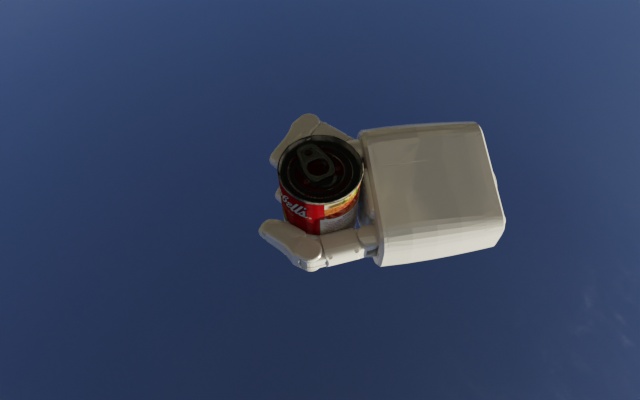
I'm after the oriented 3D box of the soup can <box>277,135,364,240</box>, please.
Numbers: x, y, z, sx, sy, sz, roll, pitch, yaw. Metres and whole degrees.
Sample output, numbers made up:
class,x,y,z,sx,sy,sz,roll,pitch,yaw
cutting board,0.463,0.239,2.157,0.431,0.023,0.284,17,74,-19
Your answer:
class,x,y,z,sx,sy,sz,roll,pitch,yaw
soup can,0.000,0.002,0.416,0.068,0.068,0.102,0,-33,0
